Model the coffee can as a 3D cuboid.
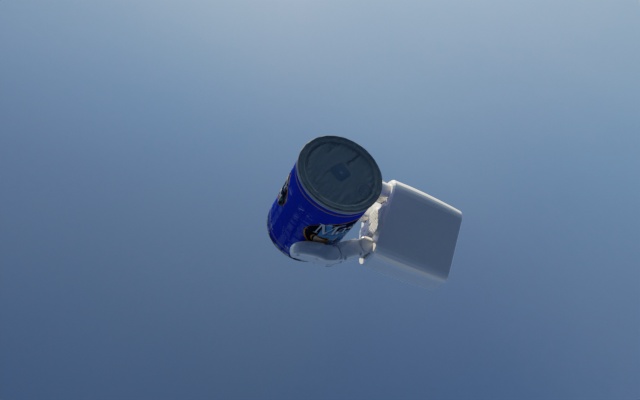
[{"bbox_3d":[0.000,0.002,0.591,0.103,0.102,0.140,0,-29,-23],"label":"coffee can"}]
